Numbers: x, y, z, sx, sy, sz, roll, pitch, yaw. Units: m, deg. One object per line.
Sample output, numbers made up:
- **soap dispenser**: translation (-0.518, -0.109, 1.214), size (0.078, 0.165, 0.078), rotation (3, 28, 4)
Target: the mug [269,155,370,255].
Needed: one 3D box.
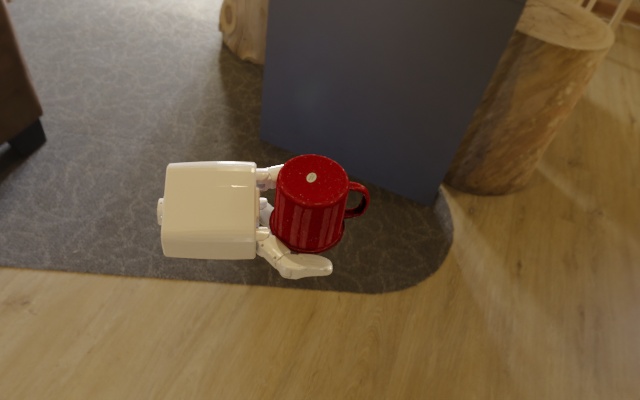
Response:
- **mug**: translation (0.002, 0.002, 0.554), size (0.117, 0.093, 0.082), rotation (0, -41, -9)
